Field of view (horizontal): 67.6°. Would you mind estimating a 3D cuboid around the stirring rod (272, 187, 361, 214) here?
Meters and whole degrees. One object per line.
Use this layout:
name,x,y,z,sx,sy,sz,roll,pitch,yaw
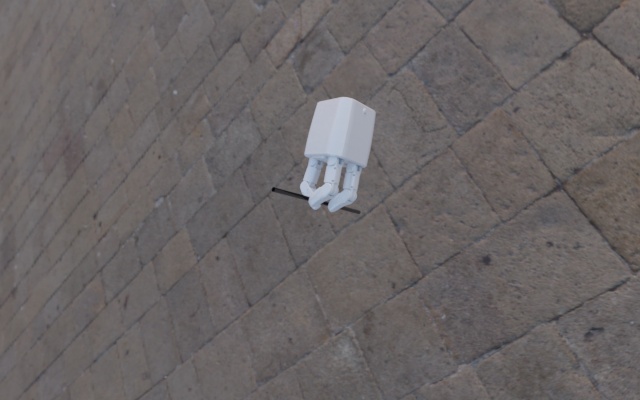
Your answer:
stirring rod,0.000,0.003,0.872,0.011,0.011,0.239,0,-10,41
